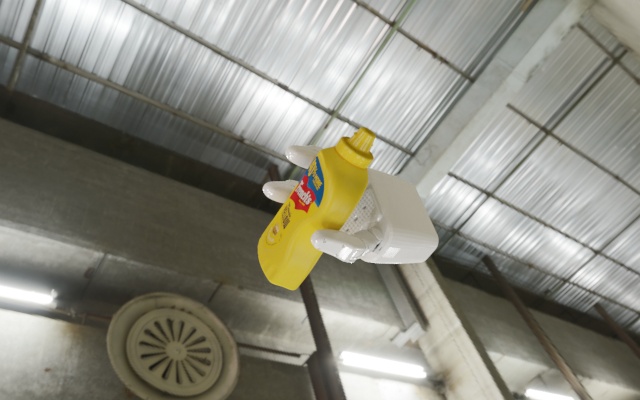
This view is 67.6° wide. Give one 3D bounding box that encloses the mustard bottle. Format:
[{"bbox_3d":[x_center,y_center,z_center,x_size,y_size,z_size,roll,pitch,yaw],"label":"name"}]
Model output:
[{"bbox_3d":[0.000,0.002,0.524,0.058,0.192,0.096,25,26,-22],"label":"mustard bottle"}]
